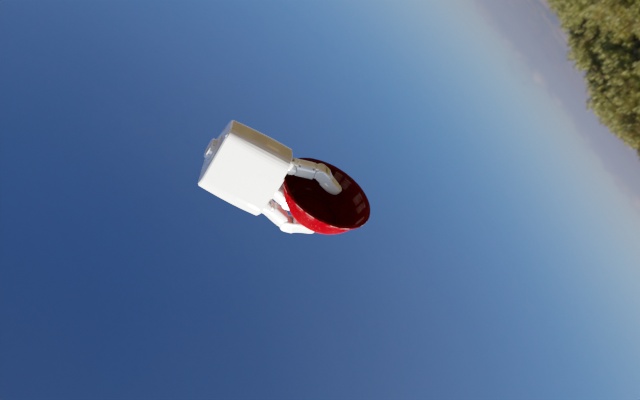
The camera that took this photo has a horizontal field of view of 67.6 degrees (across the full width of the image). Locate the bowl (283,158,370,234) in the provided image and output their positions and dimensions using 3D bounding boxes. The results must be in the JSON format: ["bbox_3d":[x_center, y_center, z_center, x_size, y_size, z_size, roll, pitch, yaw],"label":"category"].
[{"bbox_3d":[0.001,0.004,0.791,0.162,0.162,0.055,0,-44,-37],"label":"bowl"}]
